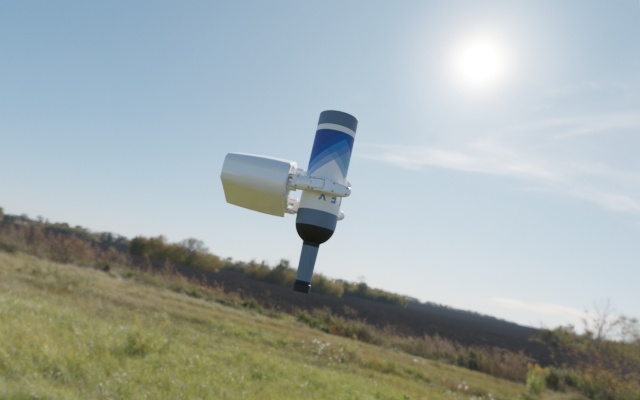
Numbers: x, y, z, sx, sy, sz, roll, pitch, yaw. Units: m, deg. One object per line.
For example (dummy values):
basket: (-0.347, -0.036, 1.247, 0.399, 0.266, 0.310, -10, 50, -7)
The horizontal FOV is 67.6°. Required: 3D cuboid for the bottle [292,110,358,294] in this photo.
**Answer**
bottle: (0.000, 0.002, 0.776, 0.069, 0.295, 0.069, 12, -10, 2)
